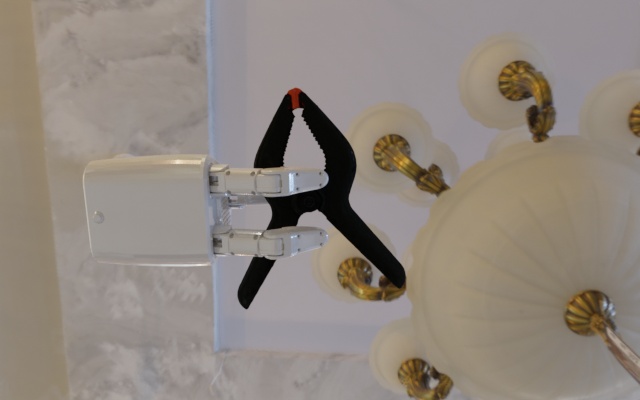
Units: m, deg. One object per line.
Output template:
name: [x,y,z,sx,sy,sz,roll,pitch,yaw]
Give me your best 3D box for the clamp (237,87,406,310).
clamp: [0.000,0.001,0.450,0.164,0.210,0.036,-1,12,-3]
